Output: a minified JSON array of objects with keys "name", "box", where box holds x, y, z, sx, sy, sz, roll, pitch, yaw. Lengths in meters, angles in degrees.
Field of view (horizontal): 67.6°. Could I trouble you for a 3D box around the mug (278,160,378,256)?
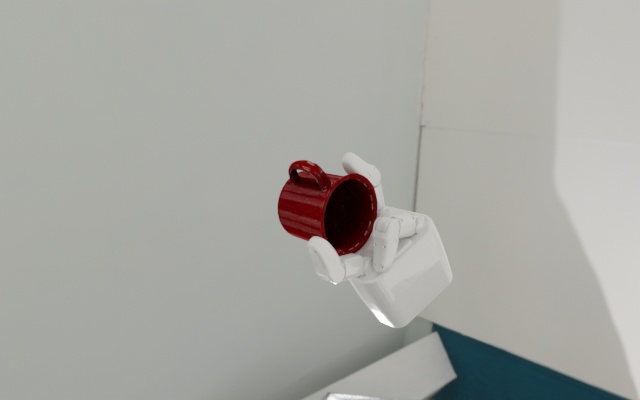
[{"name":"mug","box":[-0.001,0.001,0.540,0.081,0.093,0.117,13,-34,44]}]
